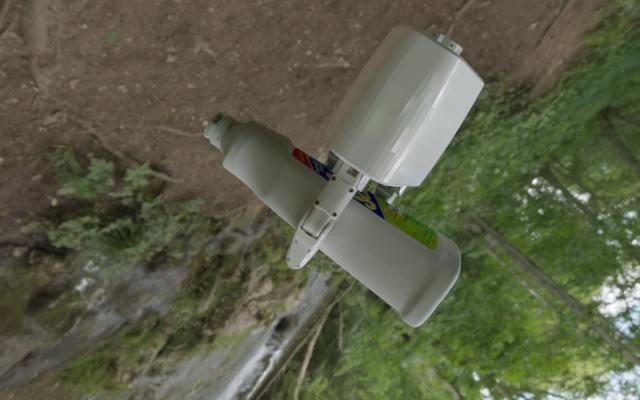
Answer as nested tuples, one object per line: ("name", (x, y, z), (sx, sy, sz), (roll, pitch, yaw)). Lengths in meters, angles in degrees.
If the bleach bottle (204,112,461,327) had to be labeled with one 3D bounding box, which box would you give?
("bleach bottle", (0.000, 0.001, 0.424), (0.251, 0.068, 0.102), (35, 17, 7))
